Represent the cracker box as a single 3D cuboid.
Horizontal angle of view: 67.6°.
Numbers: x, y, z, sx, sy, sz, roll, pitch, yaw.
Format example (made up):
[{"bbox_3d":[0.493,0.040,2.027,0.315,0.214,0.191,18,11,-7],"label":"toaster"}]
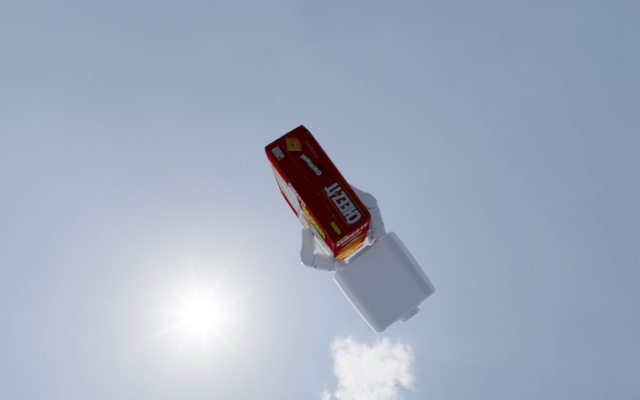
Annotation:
[{"bbox_3d":[0.000,0.003,0.724,0.072,0.164,0.214,-35,-14,-8],"label":"cracker box"}]
